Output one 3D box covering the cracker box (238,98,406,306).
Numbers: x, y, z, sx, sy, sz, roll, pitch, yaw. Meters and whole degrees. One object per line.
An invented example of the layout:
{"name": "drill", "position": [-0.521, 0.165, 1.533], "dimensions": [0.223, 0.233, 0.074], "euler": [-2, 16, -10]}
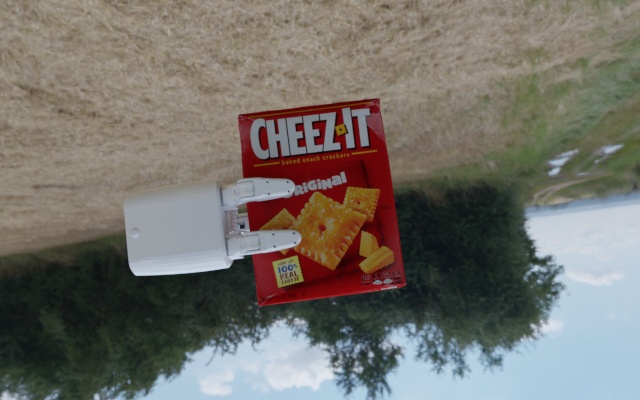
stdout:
{"name": "cracker box", "position": [0.000, 0.002, 0.546], "dimensions": [0.164, 0.213, 0.072], "euler": [-7, -6, -1]}
